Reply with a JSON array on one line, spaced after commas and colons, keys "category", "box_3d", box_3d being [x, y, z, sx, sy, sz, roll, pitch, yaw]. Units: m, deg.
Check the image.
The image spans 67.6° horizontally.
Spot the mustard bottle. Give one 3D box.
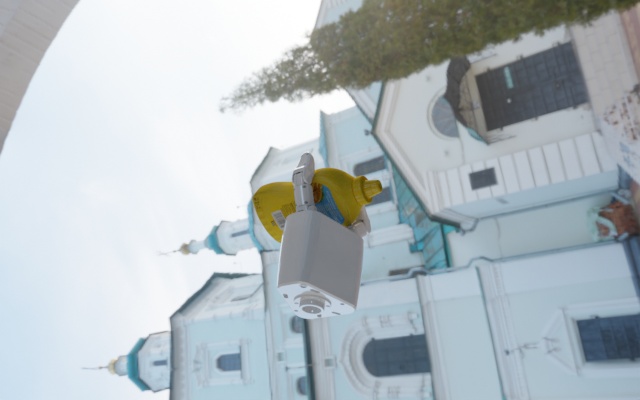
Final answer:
[{"category": "mustard bottle", "box_3d": [0.000, 0.002, 0.699, 0.191, 0.096, 0.058, -15, 24, 29]}]
